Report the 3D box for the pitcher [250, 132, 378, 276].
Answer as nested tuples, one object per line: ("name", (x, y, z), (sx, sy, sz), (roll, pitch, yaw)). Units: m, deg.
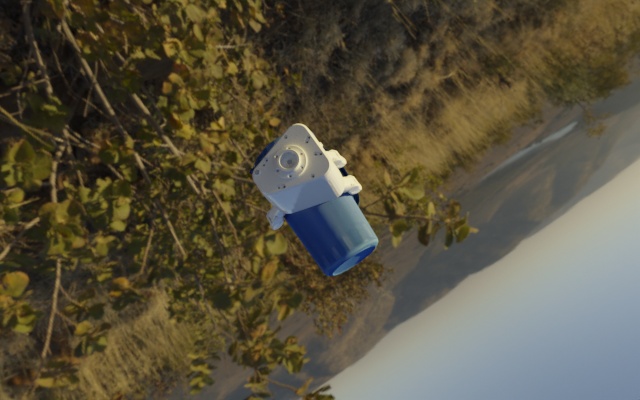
("pitcher", (0.000, 0.003, 0.841), (0.149, 0.242, 0.145), (-34, -18, 0))
